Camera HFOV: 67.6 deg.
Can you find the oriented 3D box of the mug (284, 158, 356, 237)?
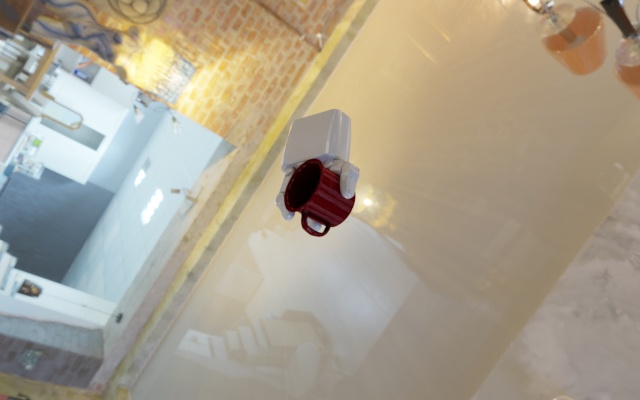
[{"bbox_3d":[0.000,0.004,0.755,0.081,0.117,0.093,29,-35,-32],"label":"mug"}]
